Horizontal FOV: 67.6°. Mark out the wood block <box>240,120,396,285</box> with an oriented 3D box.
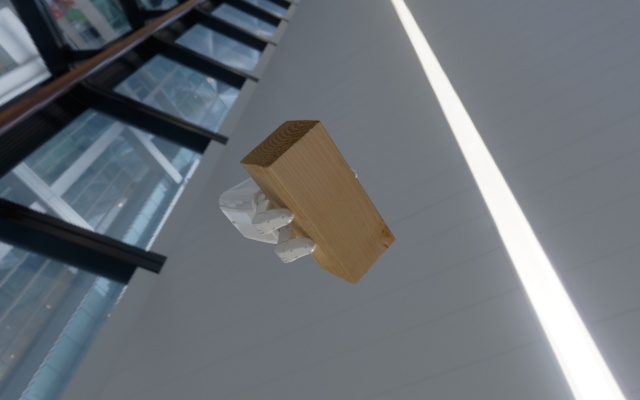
[{"bbox_3d":[0.000,0.002,0.640,0.091,0.206,0.090,-45,28,-19],"label":"wood block"}]
